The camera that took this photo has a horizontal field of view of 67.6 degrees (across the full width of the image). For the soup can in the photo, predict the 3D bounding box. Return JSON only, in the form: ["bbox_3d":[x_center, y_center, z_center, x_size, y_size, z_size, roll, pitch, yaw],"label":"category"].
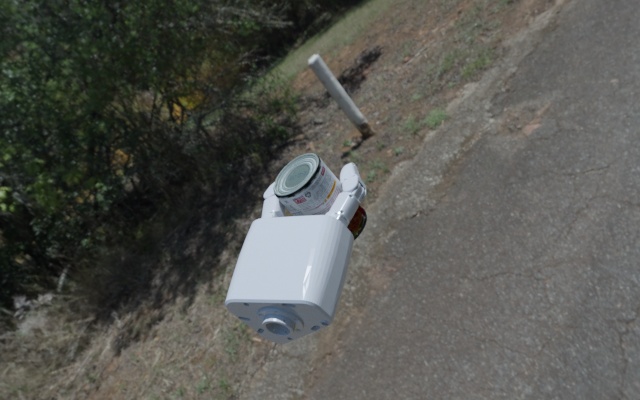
[{"bbox_3d":[0.000,0.001,0.568,0.068,0.068,0.102,0,-39,47],"label":"soup can"}]
